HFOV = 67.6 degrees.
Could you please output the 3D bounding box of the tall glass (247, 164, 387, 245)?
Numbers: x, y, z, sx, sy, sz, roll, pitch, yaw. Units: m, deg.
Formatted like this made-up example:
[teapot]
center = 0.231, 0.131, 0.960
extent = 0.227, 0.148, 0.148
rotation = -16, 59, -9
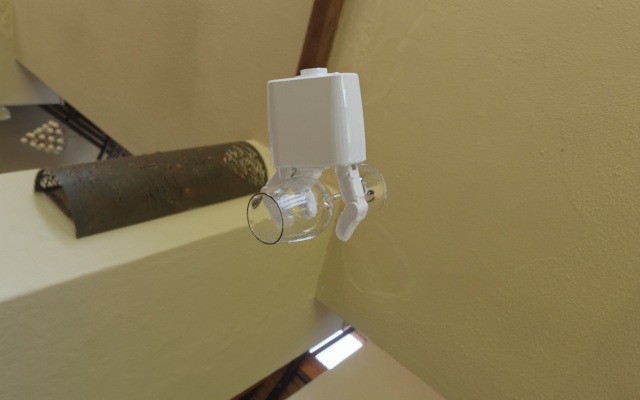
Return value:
[tall glass]
center = 0.001, 0.002, 0.619
extent = 0.079, 0.079, 0.201
rotation = 0, 11, 41
